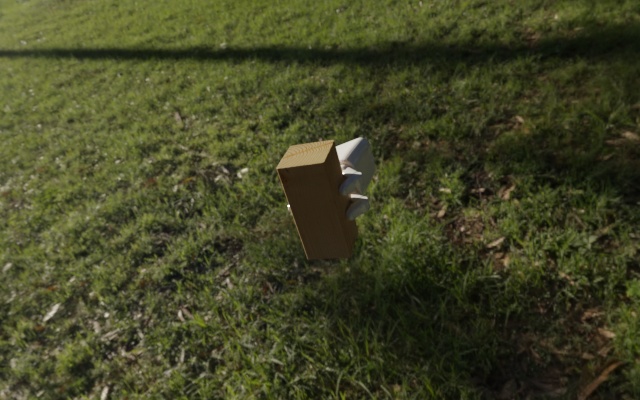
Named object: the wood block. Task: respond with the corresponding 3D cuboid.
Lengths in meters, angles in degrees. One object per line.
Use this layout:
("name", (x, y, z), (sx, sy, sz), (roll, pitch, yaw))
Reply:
("wood block", (0.000, 0.003, 0.897), (0.091, 0.206, 0.090), (-5, 32, 20))
